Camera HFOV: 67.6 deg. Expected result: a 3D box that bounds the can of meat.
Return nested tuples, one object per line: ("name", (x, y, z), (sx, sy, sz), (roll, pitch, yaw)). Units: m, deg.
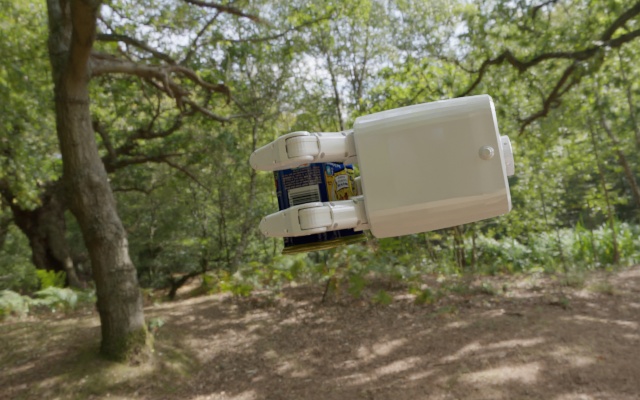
("can of meat", (0.000, 0.001, 0.431), (0.057, 0.084, 0.102), (-10, -4, 21))
